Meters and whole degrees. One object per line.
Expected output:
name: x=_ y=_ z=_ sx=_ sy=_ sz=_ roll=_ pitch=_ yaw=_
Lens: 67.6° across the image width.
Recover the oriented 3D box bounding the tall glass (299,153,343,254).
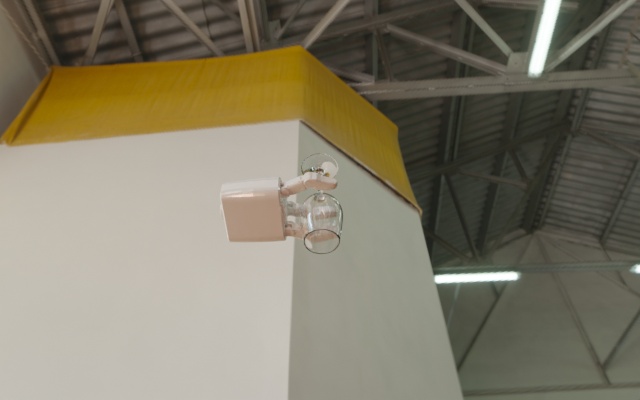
tall glass: x=0.000 y=0.002 z=0.872 sx=0.079 sy=0.079 sz=0.200 roll=0 pitch=42 yaw=-2
